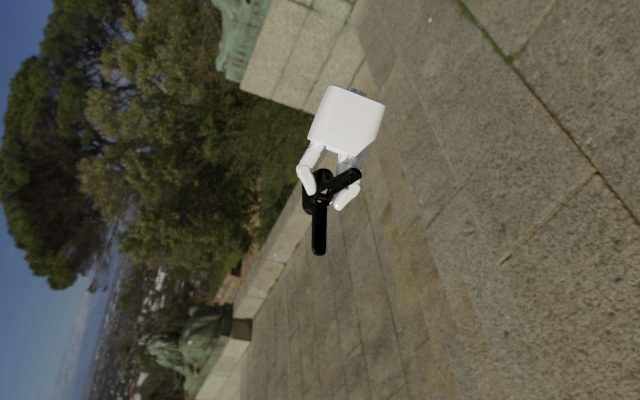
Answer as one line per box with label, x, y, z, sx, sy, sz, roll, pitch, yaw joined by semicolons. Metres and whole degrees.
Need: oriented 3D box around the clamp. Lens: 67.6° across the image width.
clamp;-0.001;0.002;0.886;0.036;0.164;0.210;22;5;-22
